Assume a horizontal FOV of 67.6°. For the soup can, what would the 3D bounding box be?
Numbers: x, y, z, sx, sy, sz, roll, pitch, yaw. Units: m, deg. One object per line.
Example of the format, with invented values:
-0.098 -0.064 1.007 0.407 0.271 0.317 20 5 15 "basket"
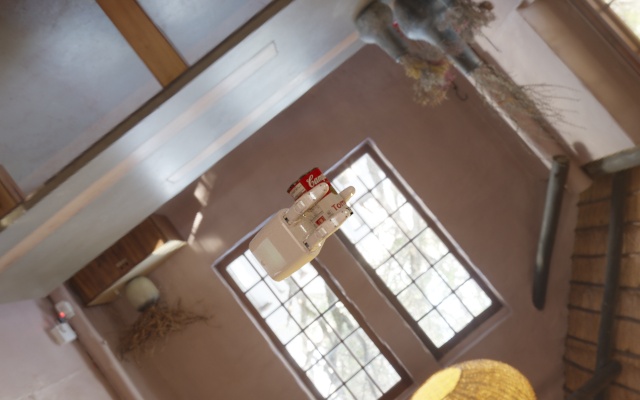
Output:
0.001 0.003 0.810 0.068 0.102 0.068 -38 -6 -5 "soup can"
